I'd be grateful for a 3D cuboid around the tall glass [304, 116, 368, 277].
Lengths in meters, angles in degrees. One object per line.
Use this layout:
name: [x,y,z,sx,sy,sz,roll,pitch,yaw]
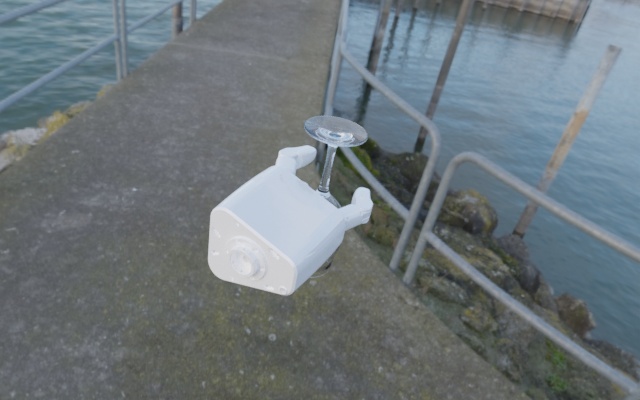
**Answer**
tall glass: [0.000,0.001,0.596,0.079,0.201,0.079,8,33,-5]
